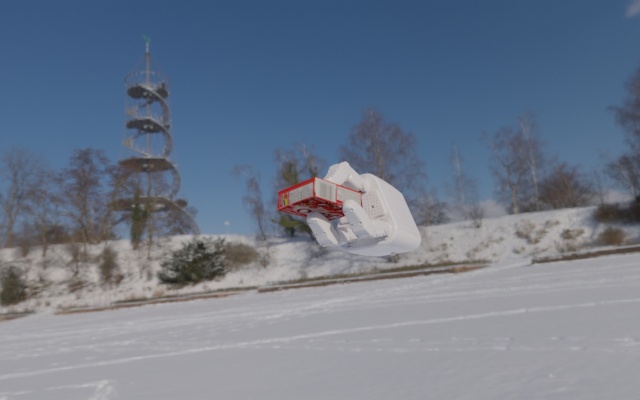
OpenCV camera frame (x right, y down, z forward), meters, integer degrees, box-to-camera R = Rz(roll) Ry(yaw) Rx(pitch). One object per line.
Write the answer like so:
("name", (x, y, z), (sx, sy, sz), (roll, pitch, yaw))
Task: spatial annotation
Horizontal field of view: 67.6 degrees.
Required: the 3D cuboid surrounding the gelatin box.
("gelatin box", (0.000, 0.002, 0.629), (0.089, 0.030, 0.073), (17, -25, -41))
